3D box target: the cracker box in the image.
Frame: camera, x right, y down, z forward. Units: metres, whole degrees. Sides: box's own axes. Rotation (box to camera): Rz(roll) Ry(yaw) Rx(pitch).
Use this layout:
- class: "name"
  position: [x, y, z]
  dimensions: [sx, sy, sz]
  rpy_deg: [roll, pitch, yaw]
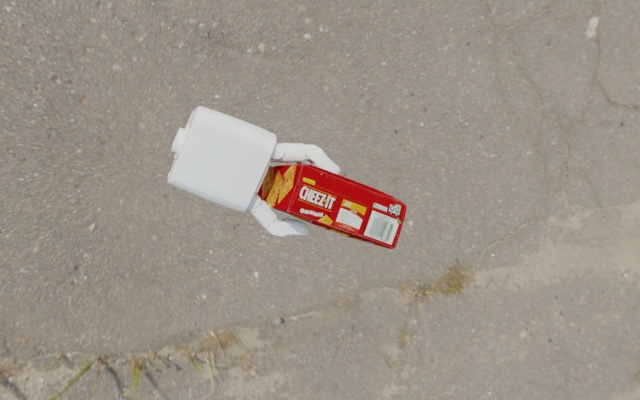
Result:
- class: "cracker box"
  position: [0.000, 0.002, 0.701]
  dimensions: [0.164, 0.072, 0.213]
  rpy_deg: [20, -3, -22]
